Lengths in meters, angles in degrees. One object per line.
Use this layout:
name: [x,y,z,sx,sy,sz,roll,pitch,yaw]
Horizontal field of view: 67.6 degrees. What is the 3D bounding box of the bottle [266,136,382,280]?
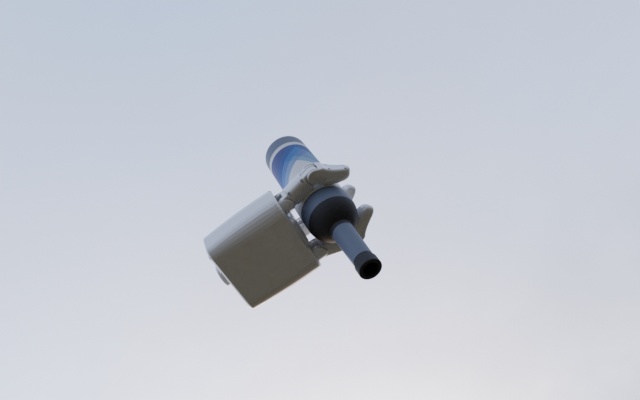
bottle: [0.000,0.002,0.621,0.069,0.069,0.295,0,29,-25]
